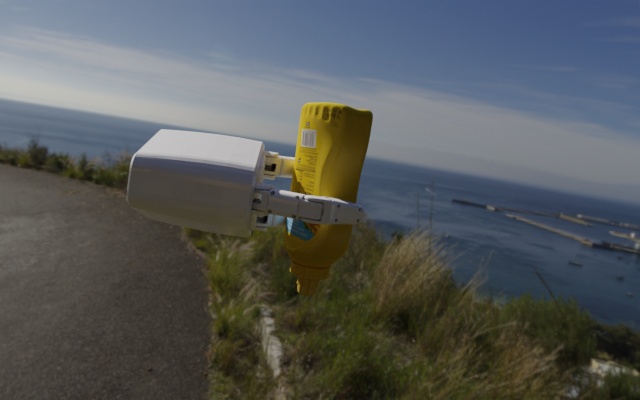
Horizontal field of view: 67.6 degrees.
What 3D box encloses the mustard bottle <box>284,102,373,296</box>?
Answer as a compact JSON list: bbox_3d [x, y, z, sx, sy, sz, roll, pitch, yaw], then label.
[{"bbox_3d":[0.000,0.001,0.479,0.058,0.191,0.096,6,7,-29],"label":"mustard bottle"}]
